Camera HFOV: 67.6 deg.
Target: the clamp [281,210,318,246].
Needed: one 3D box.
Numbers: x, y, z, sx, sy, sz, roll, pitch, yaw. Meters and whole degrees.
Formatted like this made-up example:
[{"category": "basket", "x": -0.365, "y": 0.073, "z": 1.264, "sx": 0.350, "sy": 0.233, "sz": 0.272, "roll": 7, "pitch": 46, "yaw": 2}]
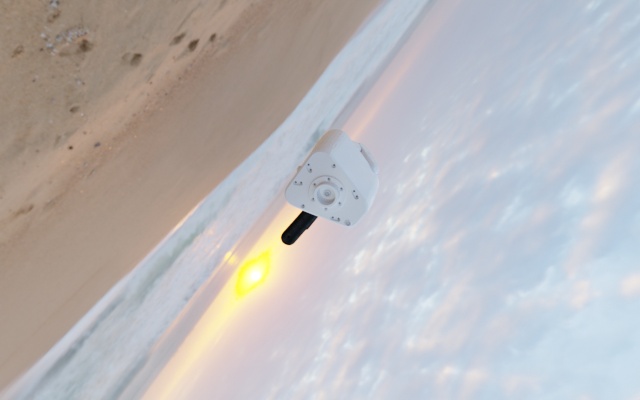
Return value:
[{"category": "clamp", "x": 0.001, "y": 0.003, "z": 0.759, "sx": 0.039, "sy": 0.171, "sz": 0.120, "roll": 37, "pitch": 24, "yaw": -2}]
